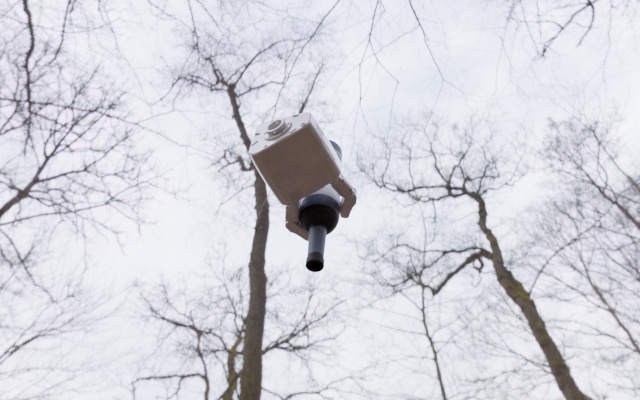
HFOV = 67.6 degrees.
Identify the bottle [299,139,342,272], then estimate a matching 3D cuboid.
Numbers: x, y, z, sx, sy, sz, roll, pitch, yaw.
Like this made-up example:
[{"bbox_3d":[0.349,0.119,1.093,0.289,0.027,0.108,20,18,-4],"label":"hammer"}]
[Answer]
[{"bbox_3d":[0.000,0.003,0.812,0.069,0.069,0.295,0,40,4],"label":"bottle"}]
